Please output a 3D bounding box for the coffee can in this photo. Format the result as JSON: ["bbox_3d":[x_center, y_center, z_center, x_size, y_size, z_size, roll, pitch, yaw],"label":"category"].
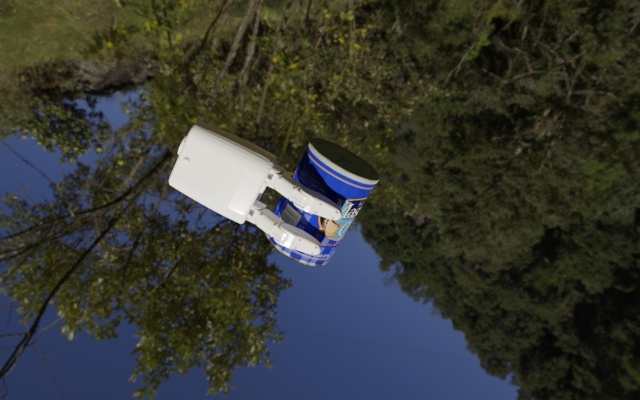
[{"bbox_3d":[0.000,0.002,0.644,0.103,0.140,0.102,26,20,-10],"label":"coffee can"}]
